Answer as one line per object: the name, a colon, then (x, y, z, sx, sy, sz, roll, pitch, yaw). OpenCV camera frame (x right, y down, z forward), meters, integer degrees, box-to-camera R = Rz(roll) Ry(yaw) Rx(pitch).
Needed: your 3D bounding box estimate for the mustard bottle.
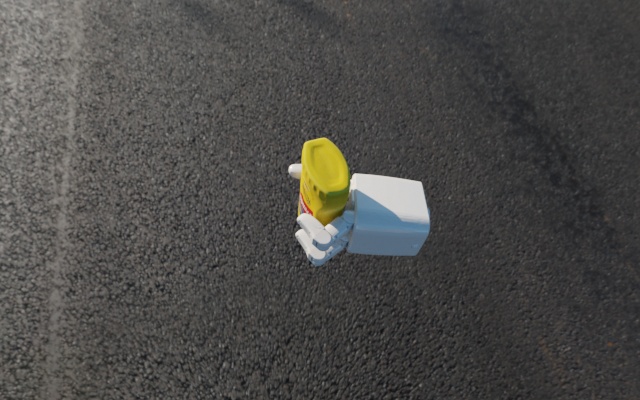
mustard bottle: (0.000, 0.002, 0.703, 0.058, 0.096, 0.192, -16, -29, -15)
